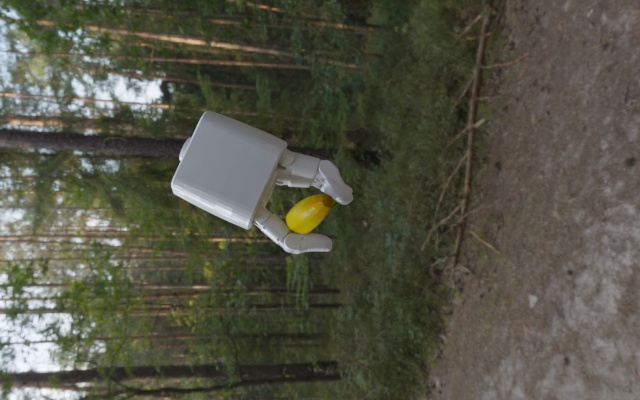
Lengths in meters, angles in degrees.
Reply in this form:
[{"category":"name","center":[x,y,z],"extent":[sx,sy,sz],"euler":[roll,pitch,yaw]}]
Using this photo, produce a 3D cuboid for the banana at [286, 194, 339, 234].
[{"category":"banana","center":[-0.013,0.014,0.595],"extent":[0.069,0.037,0.198],"euler":[-42,-1,3]}]
